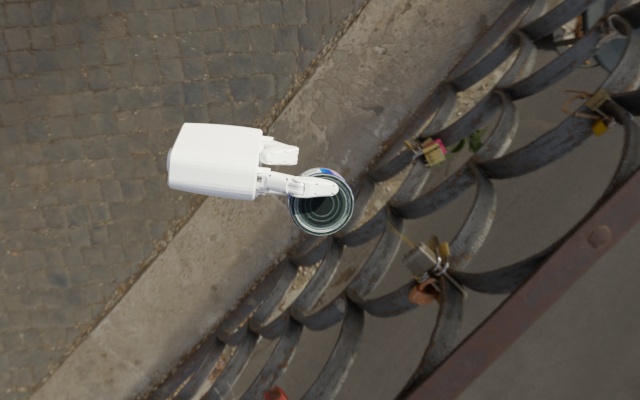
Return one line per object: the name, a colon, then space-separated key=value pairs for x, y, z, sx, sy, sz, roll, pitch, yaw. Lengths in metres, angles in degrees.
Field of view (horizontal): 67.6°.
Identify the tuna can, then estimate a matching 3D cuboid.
tuna can: x=0.000 y=0.002 z=0.625 sx=0.086 sy=0.086 sz=0.033 roll=0 pitch=15 yaw=-9
